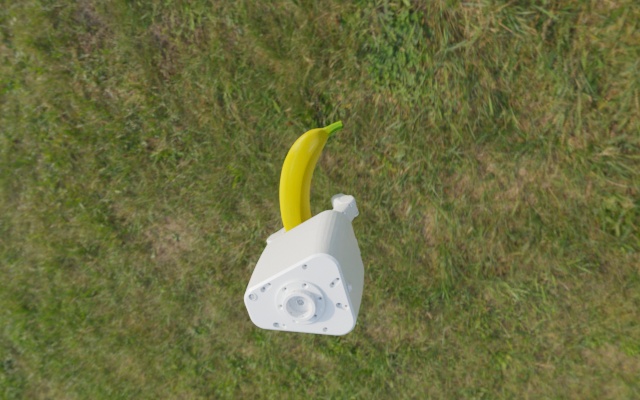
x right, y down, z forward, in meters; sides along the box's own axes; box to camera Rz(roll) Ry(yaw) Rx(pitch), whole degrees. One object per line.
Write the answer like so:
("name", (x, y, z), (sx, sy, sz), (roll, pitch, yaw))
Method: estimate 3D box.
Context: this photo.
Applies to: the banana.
("banana", (-0.018, -0.004, 0.600), (0.069, 0.198, 0.037), (8, 17, -1))
